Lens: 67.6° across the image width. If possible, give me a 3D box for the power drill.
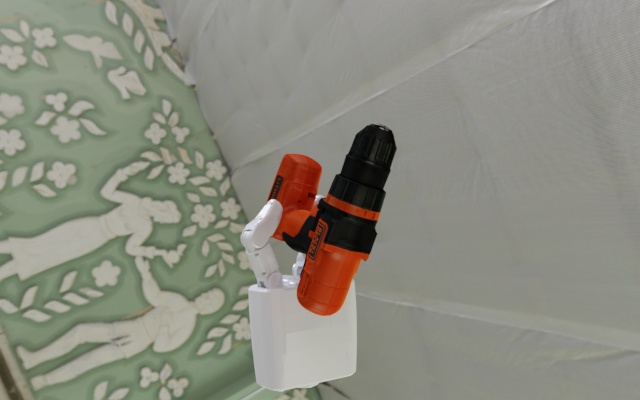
[{"bbox_3d":[0.000,0.002,0.501,0.057,0.184,0.187,18,7,-23],"label":"power drill"}]
